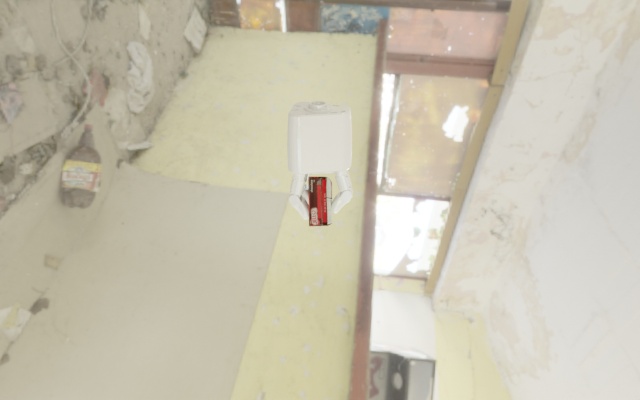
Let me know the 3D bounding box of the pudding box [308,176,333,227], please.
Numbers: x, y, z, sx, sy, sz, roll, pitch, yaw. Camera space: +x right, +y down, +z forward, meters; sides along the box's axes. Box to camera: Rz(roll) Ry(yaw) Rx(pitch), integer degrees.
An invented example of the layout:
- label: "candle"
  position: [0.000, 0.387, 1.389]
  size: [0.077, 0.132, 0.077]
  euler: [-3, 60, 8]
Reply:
- label: "pudding box"
  position: [0.000, 0.003, 0.897]
  size: [0.039, 0.090, 0.113]
  euler: [0, -1, 7]
